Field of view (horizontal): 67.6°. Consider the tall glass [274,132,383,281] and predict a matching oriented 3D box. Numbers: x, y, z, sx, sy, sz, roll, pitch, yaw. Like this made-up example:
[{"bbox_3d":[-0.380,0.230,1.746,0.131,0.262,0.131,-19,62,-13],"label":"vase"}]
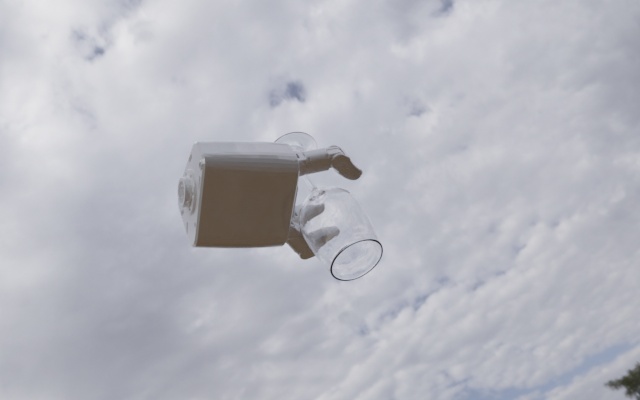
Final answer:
[{"bbox_3d":[0.000,0.001,0.569,0.079,0.079,0.201,0,38,-30],"label":"tall glass"}]
